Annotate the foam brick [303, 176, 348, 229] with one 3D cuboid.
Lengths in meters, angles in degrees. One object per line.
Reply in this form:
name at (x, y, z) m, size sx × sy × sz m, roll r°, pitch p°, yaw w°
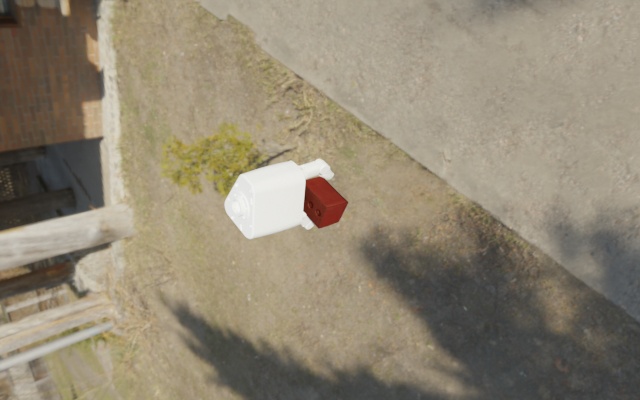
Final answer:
foam brick at (0.000, 0.003, 0.857) m, size 0.051 × 0.053 × 0.078 m, roll -17°, pitch 51°, yaw -40°
